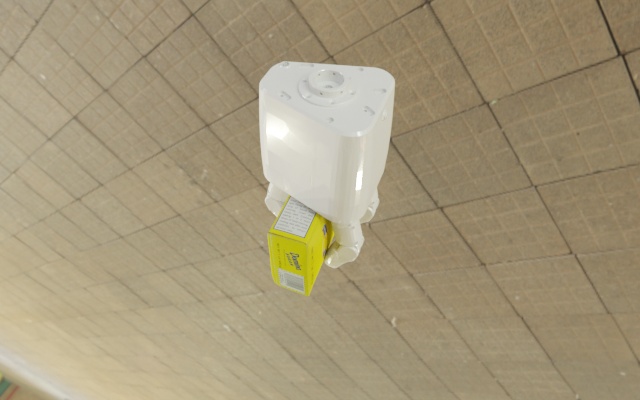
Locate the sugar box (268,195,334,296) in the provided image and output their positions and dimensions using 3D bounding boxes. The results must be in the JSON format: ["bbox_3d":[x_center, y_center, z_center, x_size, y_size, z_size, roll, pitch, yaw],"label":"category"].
[{"bbox_3d":[0.001,0.002,0.507,0.048,0.176,0.093,18,-38,13],"label":"sugar box"}]
